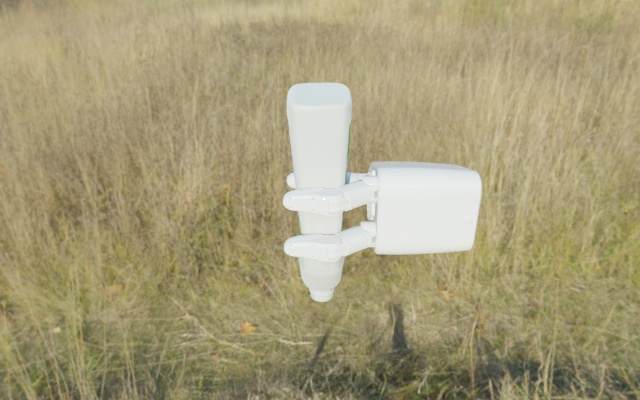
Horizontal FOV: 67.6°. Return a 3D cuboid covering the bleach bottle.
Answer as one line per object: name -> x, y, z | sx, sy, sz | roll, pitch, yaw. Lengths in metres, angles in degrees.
bleach bottle -> 0.000, 0.002, 0.546 | 0.068, 0.251, 0.102 | -1, 27, 0
